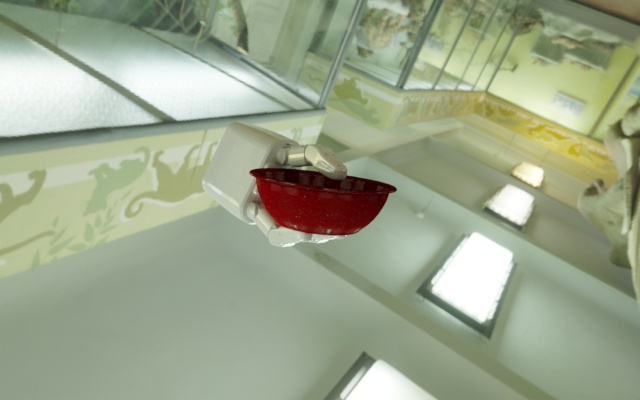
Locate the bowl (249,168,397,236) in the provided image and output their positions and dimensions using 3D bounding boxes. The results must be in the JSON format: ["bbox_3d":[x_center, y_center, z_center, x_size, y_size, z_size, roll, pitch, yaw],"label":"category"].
[{"bbox_3d":[0.001,0.002,0.525,0.162,0.055,0.162,6,8,-1],"label":"bowl"}]
